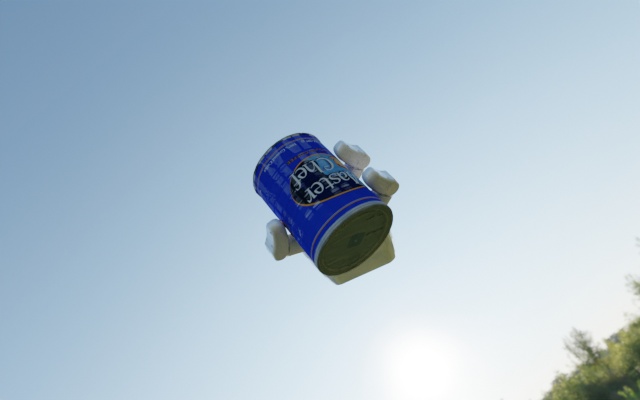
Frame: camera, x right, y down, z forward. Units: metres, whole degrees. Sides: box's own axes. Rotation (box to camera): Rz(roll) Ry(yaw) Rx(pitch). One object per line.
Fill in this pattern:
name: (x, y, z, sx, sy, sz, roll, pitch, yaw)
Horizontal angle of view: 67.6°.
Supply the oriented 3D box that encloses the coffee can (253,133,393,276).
coffee can: (0.000, 0.002, 0.552, 0.103, 0.103, 0.140, 0, 38, -45)
